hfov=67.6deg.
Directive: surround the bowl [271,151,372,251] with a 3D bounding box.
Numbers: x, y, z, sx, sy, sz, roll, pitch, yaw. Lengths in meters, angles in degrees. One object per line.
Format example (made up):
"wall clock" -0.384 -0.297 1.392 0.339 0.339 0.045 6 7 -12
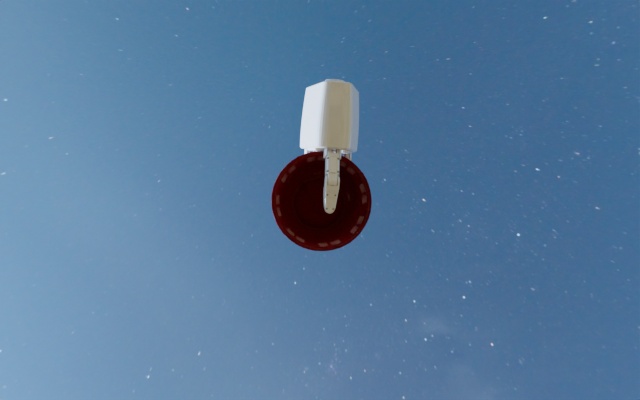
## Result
"bowl" 0.000 0.004 0.788 0.162 0.162 0.055 0 -5 -6
